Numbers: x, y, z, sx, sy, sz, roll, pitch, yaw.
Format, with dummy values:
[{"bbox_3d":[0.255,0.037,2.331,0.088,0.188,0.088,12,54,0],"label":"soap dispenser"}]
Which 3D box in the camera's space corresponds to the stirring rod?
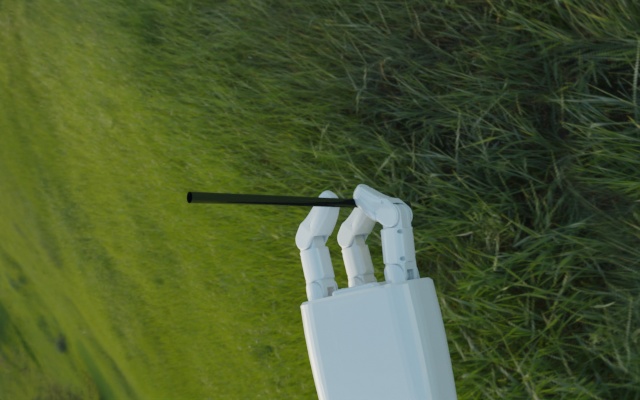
[{"bbox_3d":[0.000,0.001,0.404,0.239,0.011,0.011,2,-2,-43],"label":"stirring rod"}]
